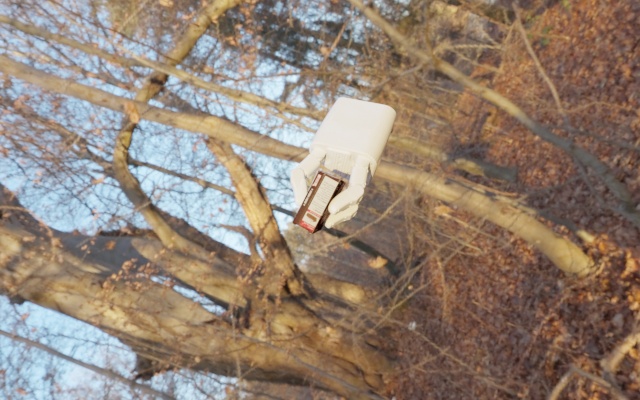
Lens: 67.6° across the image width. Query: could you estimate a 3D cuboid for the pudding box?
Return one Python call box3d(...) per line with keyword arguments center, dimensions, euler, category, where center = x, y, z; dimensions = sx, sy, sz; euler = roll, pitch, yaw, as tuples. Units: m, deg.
box3d(center=(0.000, 0.002, 0.732), dimensions=(0.039, 0.090, 0.113), euler=(27, 3, 8), category="pudding box")
